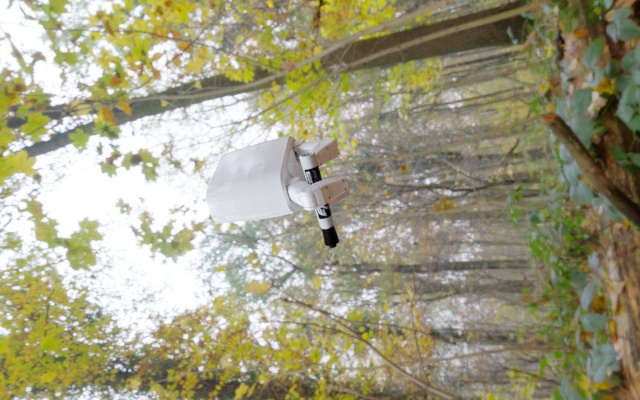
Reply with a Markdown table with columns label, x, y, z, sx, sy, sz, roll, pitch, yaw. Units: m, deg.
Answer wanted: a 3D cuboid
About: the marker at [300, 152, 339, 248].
| label | x | y | z | sx | sy | sz | roll | pitch | yaw |
| --- | --- | --- | --- | --- | --- | --- | --- | --- | --- |
| marker | 0.000 | 0.002 | 0.567 | 0.020 | 0.121 | 0.020 | -14 | 19 | 5 |
